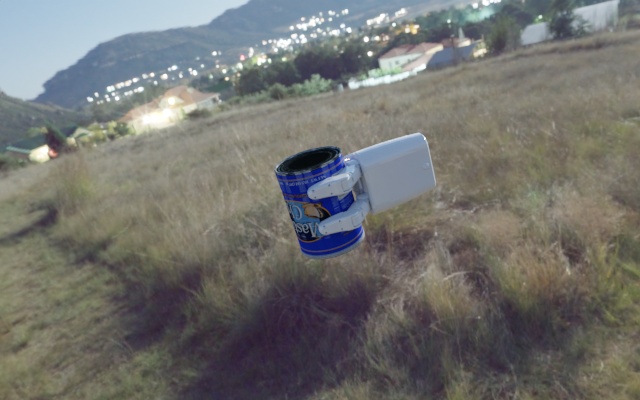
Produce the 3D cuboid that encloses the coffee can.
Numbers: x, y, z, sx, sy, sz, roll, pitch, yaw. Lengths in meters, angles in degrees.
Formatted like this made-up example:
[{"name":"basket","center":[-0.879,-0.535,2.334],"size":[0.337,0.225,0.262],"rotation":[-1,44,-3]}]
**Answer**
[{"name":"coffee can","center":[0.000,0.003,0.717],"size":[0.103,0.140,0.102],"rotation":[-15,21,6]}]
